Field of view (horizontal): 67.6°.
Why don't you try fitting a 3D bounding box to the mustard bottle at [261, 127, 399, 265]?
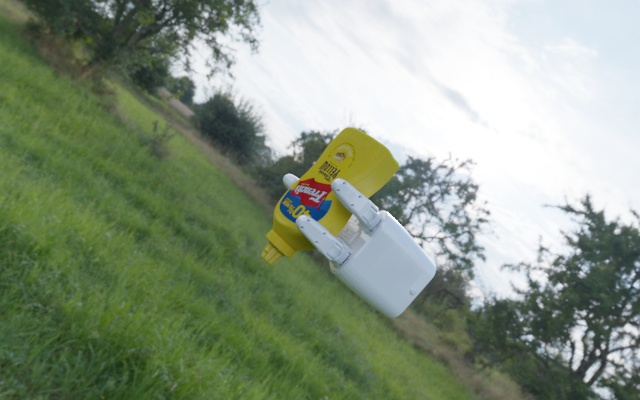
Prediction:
[{"bbox_3d":[0.000,0.001,0.576,0.096,0.191,0.058,39,-5,47],"label":"mustard bottle"}]
